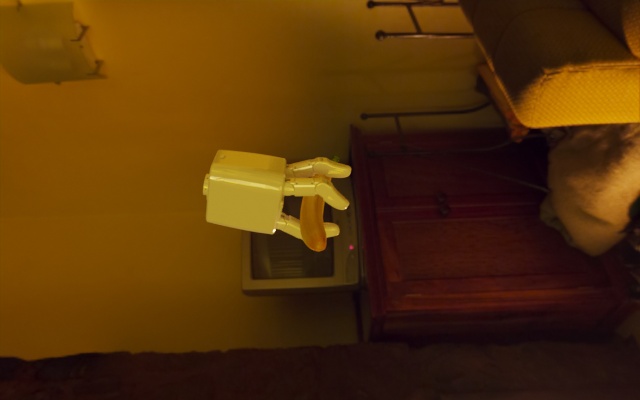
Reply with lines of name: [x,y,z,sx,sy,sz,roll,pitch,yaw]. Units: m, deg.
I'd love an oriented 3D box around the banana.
banana: [-0.007,0.011,0.738,0.037,0.197,0.070,21,-45,-13]
